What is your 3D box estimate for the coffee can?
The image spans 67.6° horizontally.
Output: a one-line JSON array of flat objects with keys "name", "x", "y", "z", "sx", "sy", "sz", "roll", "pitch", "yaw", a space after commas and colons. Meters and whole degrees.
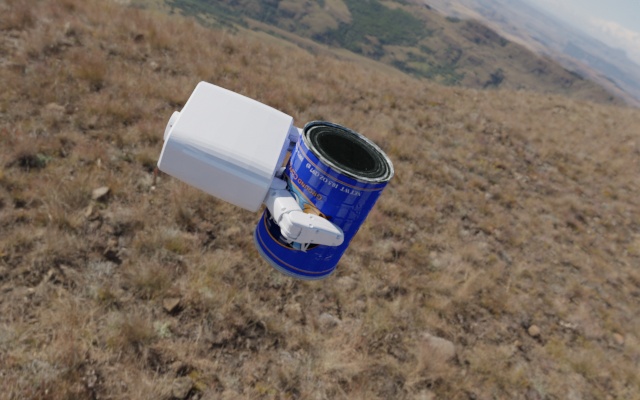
[{"name": "coffee can", "x": 0.000, "y": 0.002, "z": 0.512, "sx": 0.103, "sy": 0.140, "sz": 0.102, "roll": 21, "pitch": 32, "yaw": -13}]
